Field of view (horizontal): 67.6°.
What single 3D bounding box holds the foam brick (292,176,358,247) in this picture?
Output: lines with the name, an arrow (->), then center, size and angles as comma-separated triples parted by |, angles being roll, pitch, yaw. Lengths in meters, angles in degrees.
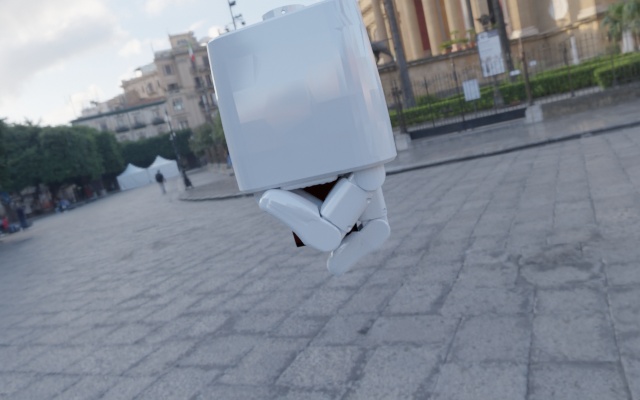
foam brick -> 0.000, 0.001, 0.406 | 0.053, 0.051, 0.078 | -14, 8, 1
